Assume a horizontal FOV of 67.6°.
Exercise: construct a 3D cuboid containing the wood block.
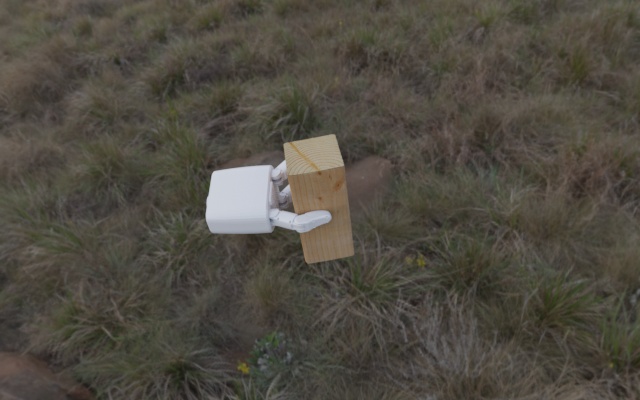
[{"bbox_3d":[0.000,0.003,0.823,0.090,0.206,0.090,-10,42,-1],"label":"wood block"}]
